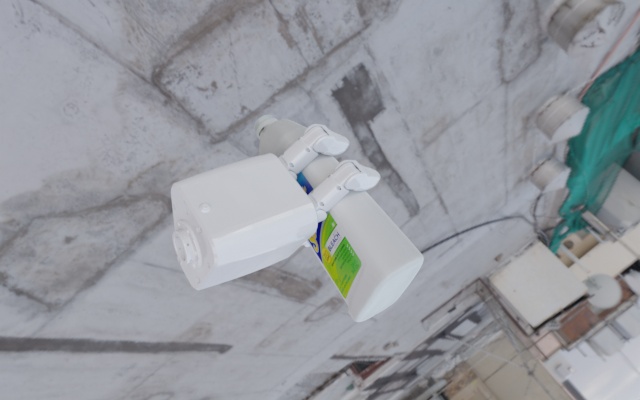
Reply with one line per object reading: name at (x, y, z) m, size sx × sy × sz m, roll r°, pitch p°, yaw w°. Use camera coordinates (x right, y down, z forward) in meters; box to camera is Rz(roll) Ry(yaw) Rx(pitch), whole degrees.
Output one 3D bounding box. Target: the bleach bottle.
bleach bottle at (0.000, 0.002, 0.523) m, size 0.068 × 0.250 × 0.103 m, roll -21°, pitch -31°, yaw -32°
